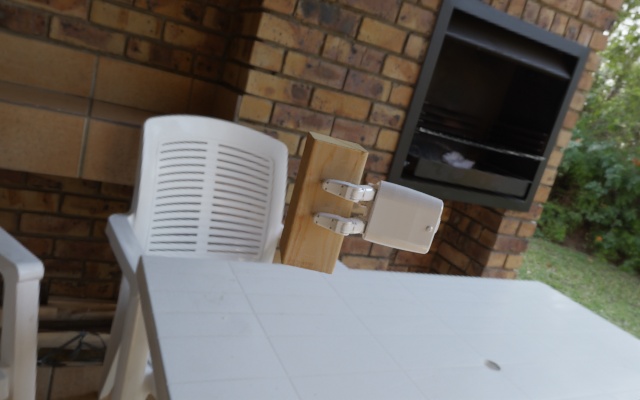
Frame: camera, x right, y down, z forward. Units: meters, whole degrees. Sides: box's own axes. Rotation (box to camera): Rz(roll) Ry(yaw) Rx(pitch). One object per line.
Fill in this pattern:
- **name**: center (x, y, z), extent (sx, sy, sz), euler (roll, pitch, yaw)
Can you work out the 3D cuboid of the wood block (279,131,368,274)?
- **wood block**: center (0.001, 0.002, 0.782), extent (0.090, 0.206, 0.090), euler (13, 14, -10)
